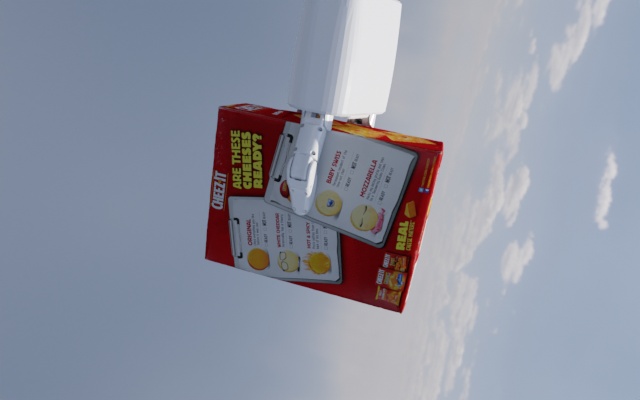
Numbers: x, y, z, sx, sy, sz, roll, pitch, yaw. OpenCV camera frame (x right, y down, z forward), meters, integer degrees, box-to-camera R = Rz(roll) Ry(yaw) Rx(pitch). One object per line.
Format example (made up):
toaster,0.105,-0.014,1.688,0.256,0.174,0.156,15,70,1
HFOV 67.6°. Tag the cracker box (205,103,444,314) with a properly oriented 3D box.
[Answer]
cracker box,0.000,0.002,0.484,0.213,0.164,0.072,13,18,12
